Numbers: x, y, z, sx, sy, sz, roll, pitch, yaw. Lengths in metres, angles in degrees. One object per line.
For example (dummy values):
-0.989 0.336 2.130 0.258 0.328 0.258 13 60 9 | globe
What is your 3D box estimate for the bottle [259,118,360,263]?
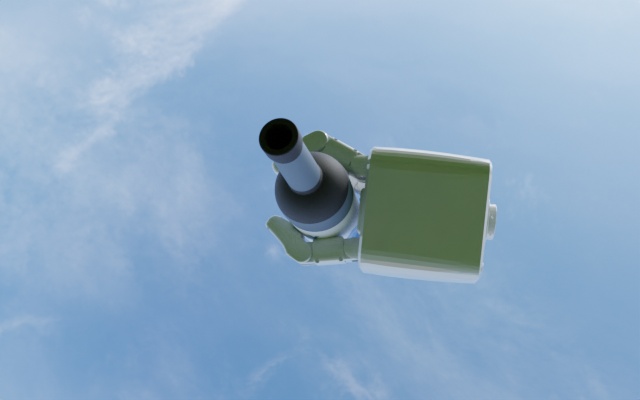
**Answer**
0.000 0.002 0.449 0.069 0.069 0.296 0 -17 11 | bottle
